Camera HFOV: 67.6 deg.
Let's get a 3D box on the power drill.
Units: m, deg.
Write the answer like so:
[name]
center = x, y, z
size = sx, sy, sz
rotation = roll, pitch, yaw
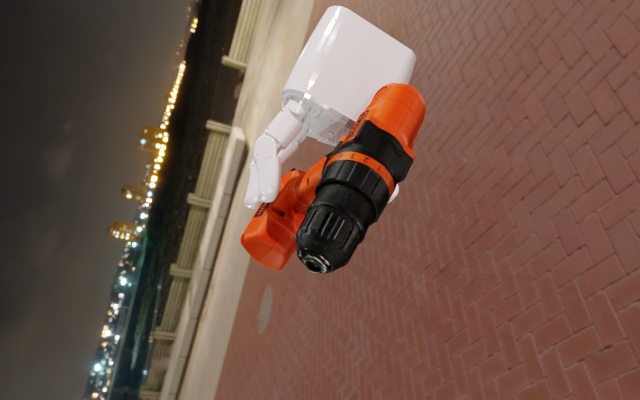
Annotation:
[power drill]
center = 0.000, 0.001, 0.409
size = 0.057, 0.184, 0.188
rotation = 42, -36, -12
